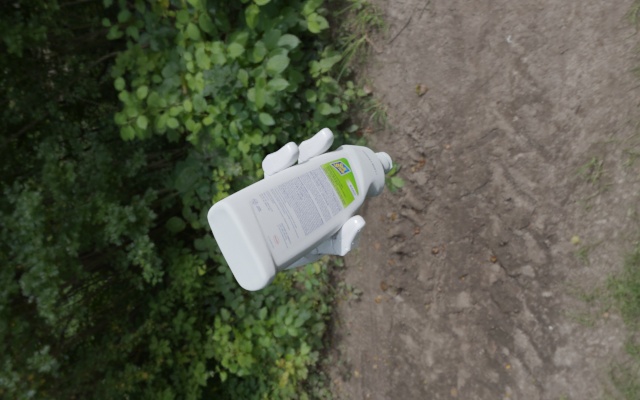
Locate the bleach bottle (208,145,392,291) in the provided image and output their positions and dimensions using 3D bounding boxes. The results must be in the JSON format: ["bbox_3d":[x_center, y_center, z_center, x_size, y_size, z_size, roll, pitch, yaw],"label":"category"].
[{"bbox_3d":[0.000,0.002,0.558,0.250,0.102,0.068,-27,1,-38],"label":"bleach bottle"}]
